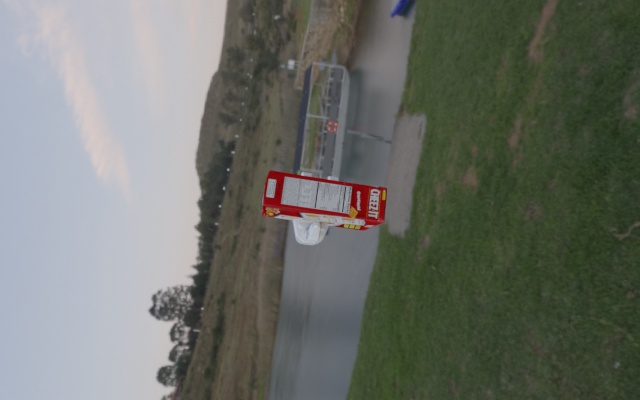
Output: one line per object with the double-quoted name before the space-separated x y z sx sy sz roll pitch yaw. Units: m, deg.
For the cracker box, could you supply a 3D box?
"cracker box" 0.000 0.003 0.892 0.214 0.072 0.164 8 -9 -6
